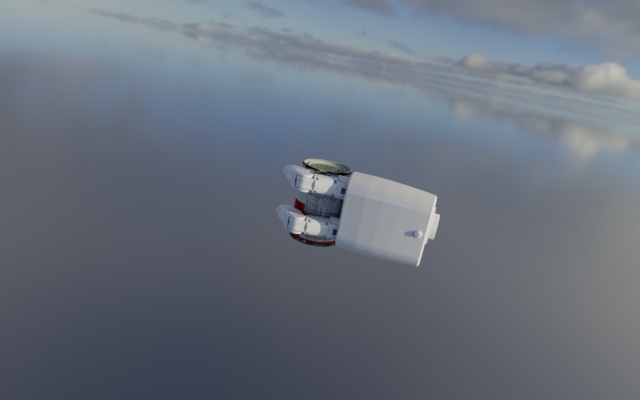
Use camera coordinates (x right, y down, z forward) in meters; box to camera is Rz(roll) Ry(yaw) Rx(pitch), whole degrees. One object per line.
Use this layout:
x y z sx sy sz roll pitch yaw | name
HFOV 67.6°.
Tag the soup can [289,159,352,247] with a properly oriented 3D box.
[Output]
0.000 0.002 0.636 0.068 0.102 0.068 10 17 -3 | soup can
